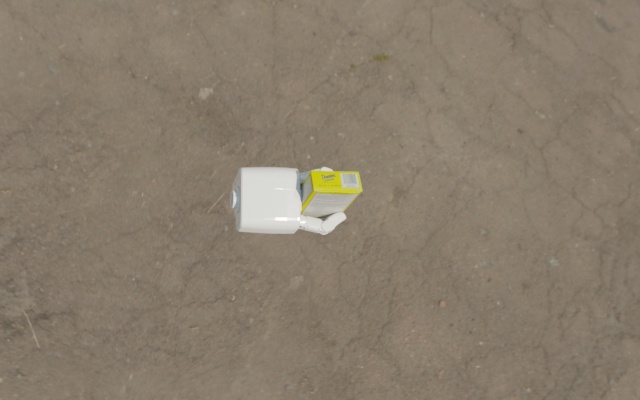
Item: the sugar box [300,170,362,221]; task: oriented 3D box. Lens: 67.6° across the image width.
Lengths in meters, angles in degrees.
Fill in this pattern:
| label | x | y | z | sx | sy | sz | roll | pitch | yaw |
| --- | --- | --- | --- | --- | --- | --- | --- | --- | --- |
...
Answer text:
| label | x | y | z | sx | sy | sz | roll | pitch | yaw |
| --- | --- | --- | --- | --- | --- | --- | --- | --- | --- |
| sugar box | 0.000 | 0.002 | 0.889 | 0.093 | 0.048 | 0.176 | 1 | -23 | -21 |
